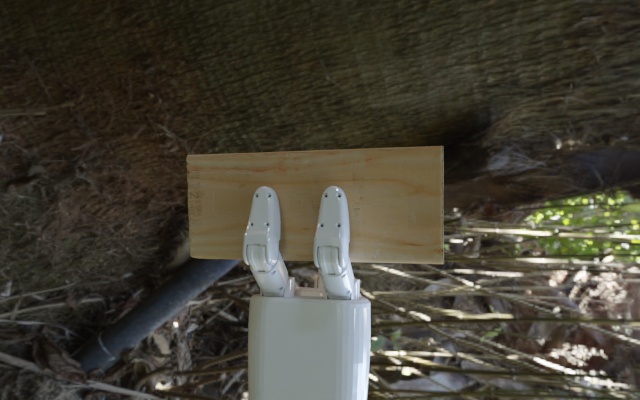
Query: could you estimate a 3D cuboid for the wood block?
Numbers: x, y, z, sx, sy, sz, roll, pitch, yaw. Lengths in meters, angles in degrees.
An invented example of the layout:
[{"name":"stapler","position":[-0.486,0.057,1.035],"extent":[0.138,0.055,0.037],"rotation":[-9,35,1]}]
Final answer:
[{"name":"wood block","position":[0.000,0.002,0.413],"extent":[0.206,0.090,0.091],"rotation":[0,4,14]}]
